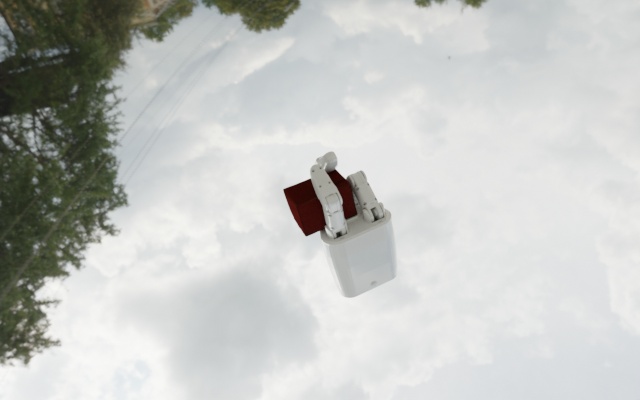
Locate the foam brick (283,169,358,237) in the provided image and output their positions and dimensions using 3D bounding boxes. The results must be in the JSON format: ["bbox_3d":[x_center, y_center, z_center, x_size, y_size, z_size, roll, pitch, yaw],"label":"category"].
[{"bbox_3d":[0.000,0.002,0.625,0.078,0.051,0.053,-22,34,-12],"label":"foam brick"}]
